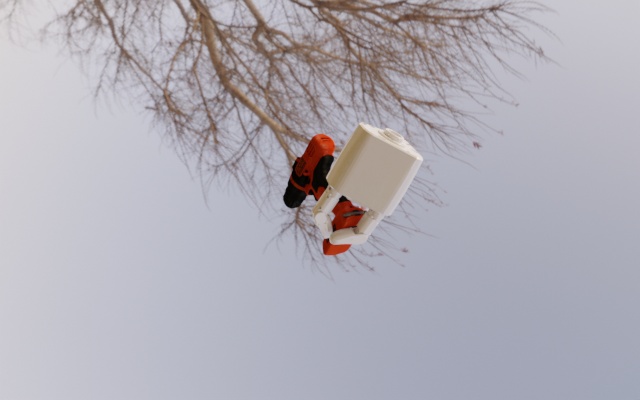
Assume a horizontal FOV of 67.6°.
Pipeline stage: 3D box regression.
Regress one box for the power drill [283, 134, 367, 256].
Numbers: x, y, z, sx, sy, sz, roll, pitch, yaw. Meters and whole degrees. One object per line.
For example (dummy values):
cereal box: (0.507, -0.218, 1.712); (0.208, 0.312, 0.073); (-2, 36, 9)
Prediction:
power drill: (0.000, 0.003, 0.861); (0.057, 0.187, 0.184); (-9, -35, -33)
